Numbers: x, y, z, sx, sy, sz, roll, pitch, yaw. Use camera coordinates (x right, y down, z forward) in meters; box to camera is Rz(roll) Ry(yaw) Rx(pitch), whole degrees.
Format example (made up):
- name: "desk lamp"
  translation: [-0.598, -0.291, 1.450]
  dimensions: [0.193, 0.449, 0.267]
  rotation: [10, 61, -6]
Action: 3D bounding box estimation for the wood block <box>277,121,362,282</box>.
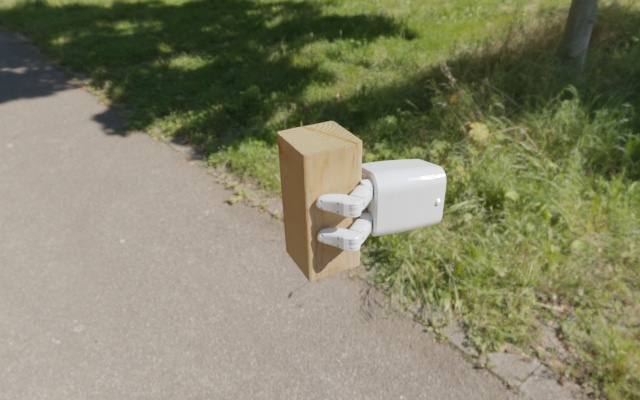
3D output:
- name: "wood block"
  translation: [0.000, 0.002, 0.696]
  dimensions: [0.090, 0.206, 0.090]
  rotation: [-15, 33, -22]
